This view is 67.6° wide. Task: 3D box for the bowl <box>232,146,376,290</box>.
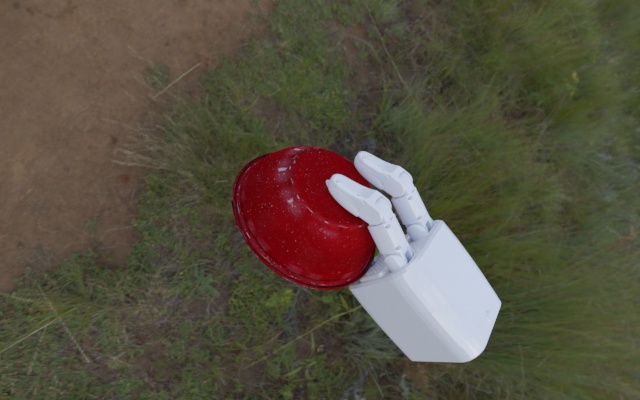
[{"bbox_3d":[-0.001,0.001,0.460,0.162,0.162,0.055,0,-34,-35],"label":"bowl"}]
